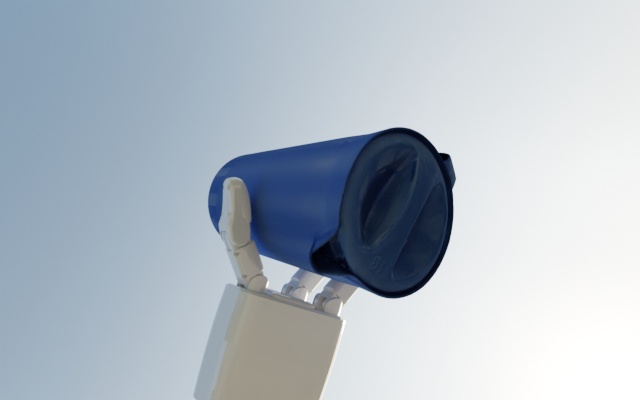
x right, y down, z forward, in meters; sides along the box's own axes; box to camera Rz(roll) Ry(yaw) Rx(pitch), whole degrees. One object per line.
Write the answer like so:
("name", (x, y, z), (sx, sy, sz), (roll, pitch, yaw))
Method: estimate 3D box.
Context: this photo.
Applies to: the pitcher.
("pitcher", (0.000, 0.002, 0.464), (0.149, 0.145, 0.243), (23, -12, -38))
